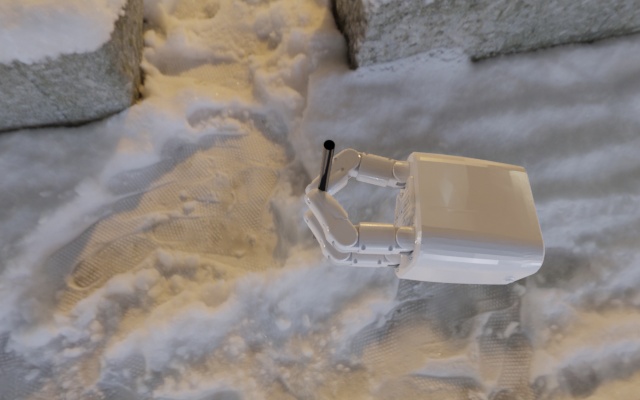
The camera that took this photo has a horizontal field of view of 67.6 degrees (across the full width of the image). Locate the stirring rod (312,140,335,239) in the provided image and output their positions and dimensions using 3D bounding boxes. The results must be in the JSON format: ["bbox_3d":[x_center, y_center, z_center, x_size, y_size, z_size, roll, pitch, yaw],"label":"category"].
[{"bbox_3d":[0.000,0.001,0.439,0.011,0.011,0.240,0,-19,-3],"label":"stirring rod"}]
